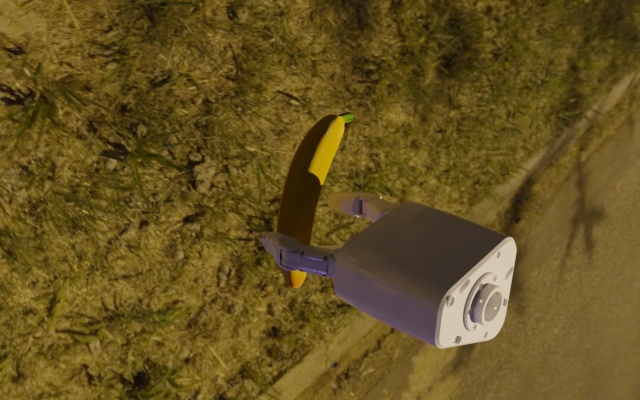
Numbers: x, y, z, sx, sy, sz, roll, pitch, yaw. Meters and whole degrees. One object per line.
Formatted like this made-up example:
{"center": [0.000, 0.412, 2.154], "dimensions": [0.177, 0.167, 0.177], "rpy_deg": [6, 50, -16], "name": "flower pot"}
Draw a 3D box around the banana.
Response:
{"center": [-0.010, -0.006, 0.485], "dimensions": [0.037, 0.198, 0.070], "rpy_deg": [18, -2, 42], "name": "banana"}
